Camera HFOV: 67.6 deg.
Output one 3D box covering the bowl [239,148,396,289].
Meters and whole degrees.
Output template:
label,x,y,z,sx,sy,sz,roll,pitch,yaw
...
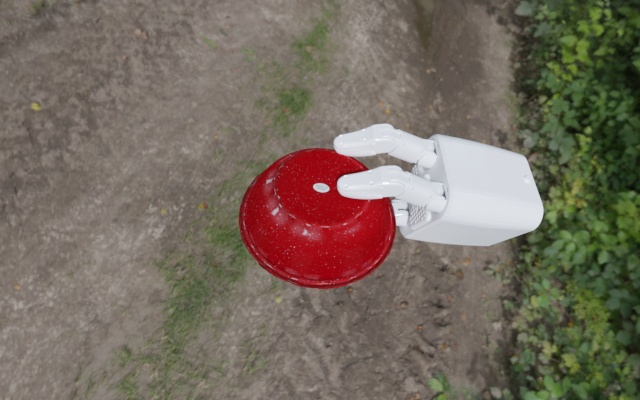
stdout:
label,x,y,z,sx,sy,sz,roll,pitch,yaw
bowl,-0.001,0.002,0.467,0.162,0.162,0.055,0,-35,-6
